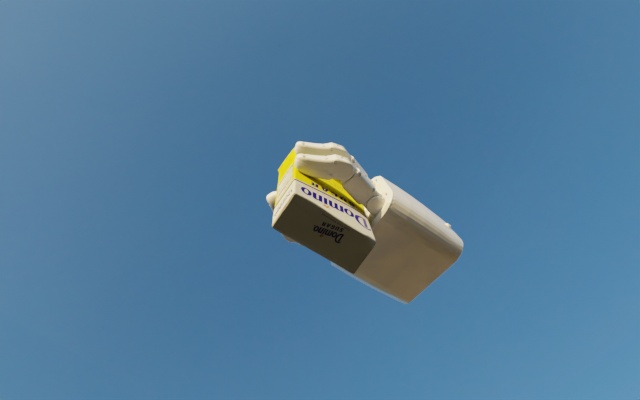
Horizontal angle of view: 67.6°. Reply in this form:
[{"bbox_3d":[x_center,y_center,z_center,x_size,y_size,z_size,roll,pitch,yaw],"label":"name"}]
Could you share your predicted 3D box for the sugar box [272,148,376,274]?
[{"bbox_3d":[0.000,0.001,0.508,0.093,0.048,0.176,31,13,-14],"label":"sugar box"}]
